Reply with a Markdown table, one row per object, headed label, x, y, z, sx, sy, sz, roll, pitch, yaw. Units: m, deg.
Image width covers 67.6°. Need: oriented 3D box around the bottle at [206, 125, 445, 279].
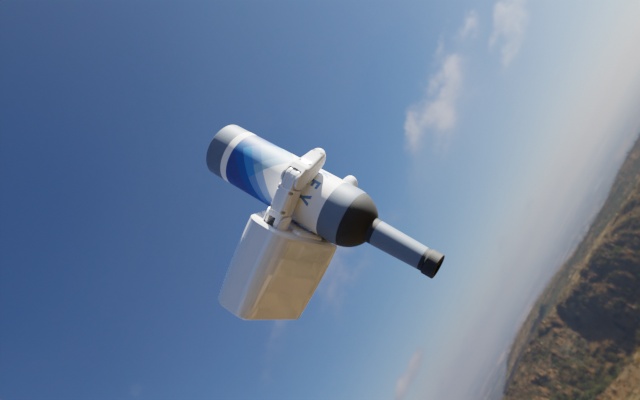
| label | x | y | z | sx | sy | sz | roll | pitch | yaw |
| --- | --- | --- | --- | --- | --- | --- | --- | --- | --- |
| bottle | 0.000 | 0.002 | 0.537 | 0.295 | 0.069 | 0.069 | 29 | 12 | 23 |
